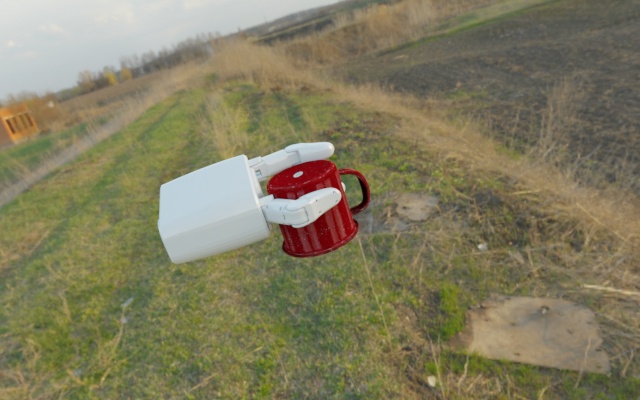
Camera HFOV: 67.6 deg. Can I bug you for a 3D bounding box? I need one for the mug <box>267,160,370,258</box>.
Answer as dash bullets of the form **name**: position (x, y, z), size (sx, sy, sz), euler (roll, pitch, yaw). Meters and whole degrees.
- **mug**: position (0.001, 0.001, 0.539), size (0.117, 0.081, 0.093), euler (-19, 21, -5)
